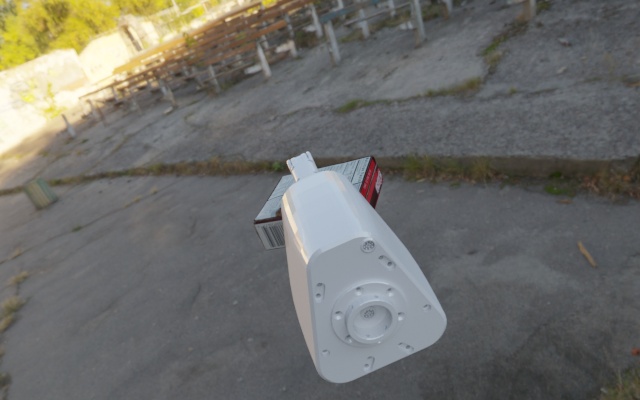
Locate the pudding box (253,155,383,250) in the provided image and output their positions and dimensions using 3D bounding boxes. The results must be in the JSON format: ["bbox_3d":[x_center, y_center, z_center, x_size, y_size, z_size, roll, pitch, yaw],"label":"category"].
[{"bbox_3d":[0.000,0.001,0.476,0.113,0.039,0.090,-10,29,24],"label":"pudding box"}]
